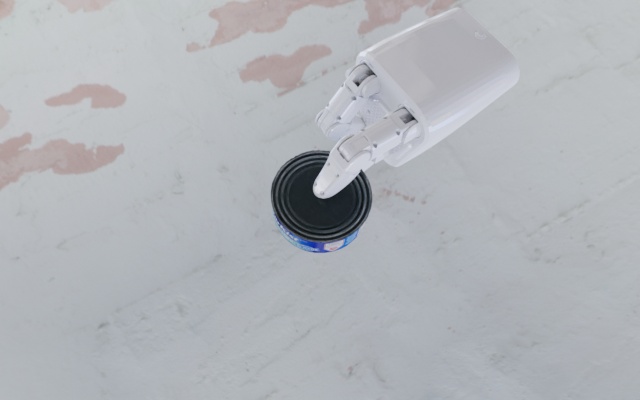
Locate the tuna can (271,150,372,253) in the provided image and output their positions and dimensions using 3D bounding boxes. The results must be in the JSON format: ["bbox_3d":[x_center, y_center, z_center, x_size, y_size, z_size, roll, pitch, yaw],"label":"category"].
[{"bbox_3d":[0.000,0.002,0.415,0.086,0.086,0.034,0,-24,-4],"label":"tuna can"}]
